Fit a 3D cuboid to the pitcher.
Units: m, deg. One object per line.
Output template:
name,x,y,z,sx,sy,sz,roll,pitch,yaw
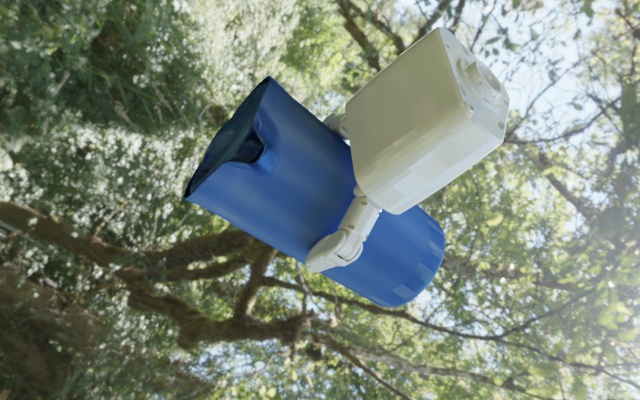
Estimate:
pitcher,0.000,0.002,0.477,0.243,0.149,0.145,35,-48,-20
